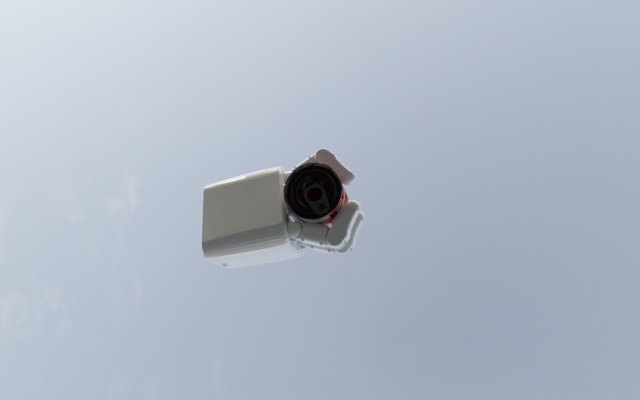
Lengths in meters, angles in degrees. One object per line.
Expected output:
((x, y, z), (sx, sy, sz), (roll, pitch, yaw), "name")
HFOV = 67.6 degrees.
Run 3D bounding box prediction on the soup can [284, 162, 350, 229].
((0.001, 0.002, 0.587), (0.068, 0.068, 0.102), (0, -15, 11), "soup can")
